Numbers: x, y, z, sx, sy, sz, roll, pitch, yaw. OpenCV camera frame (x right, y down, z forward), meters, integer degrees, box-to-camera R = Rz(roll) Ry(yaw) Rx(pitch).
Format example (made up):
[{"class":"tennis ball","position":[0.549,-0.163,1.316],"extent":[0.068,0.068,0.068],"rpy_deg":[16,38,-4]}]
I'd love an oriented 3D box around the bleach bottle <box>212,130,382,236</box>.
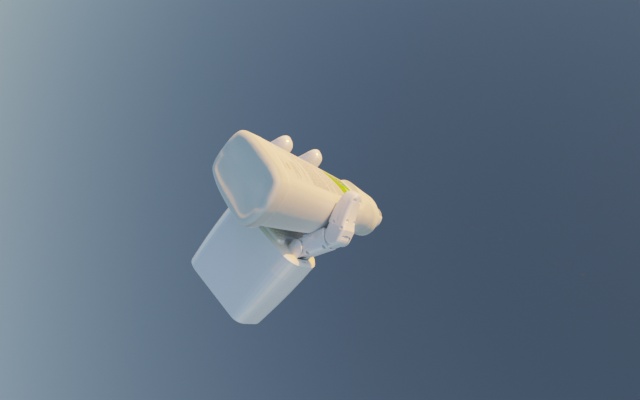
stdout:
[{"class":"bleach bottle","position":[0.000,0.002,0.548],"extent":[0.251,0.068,0.102],"rpy_deg":[20,27,-50]}]
